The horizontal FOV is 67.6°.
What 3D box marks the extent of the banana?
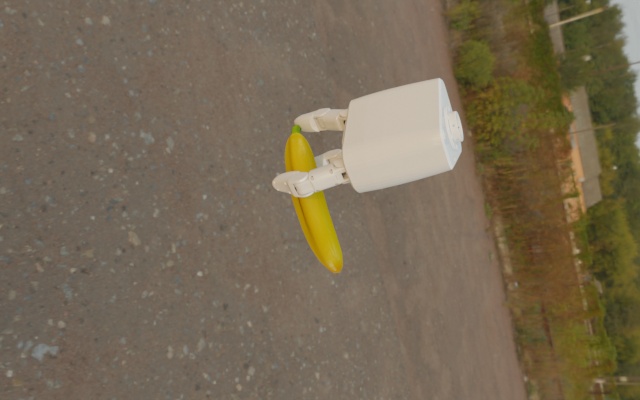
[{"bbox_3d":[-0.008,0.002,0.587,0.037,0.198,0.069,-13,4,23],"label":"banana"}]
